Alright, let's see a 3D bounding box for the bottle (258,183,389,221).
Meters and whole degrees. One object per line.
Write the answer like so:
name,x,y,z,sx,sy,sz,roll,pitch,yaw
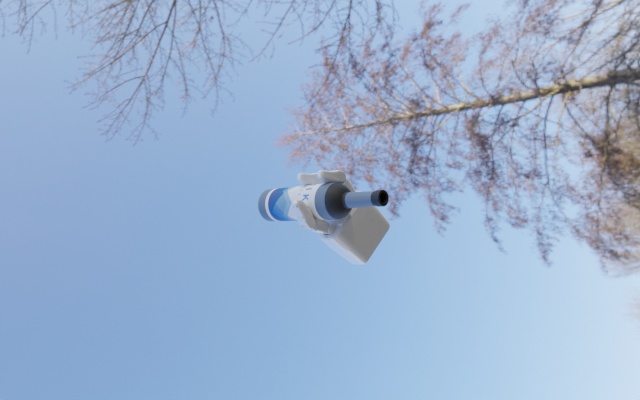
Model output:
bottle,0.000,0.003,0.877,0.069,0.069,0.296,0,-3,-44
